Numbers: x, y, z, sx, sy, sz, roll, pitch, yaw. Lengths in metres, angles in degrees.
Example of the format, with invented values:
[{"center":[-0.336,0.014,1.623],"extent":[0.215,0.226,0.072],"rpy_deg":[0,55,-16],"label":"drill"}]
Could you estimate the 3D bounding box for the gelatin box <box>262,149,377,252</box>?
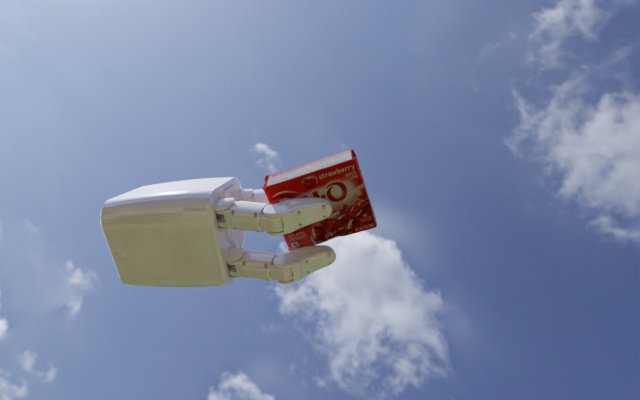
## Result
[{"center":[0.000,0.001,0.445],"extent":[0.089,0.073,0.030],"rpy_deg":[-17,26,7],"label":"gelatin box"}]
